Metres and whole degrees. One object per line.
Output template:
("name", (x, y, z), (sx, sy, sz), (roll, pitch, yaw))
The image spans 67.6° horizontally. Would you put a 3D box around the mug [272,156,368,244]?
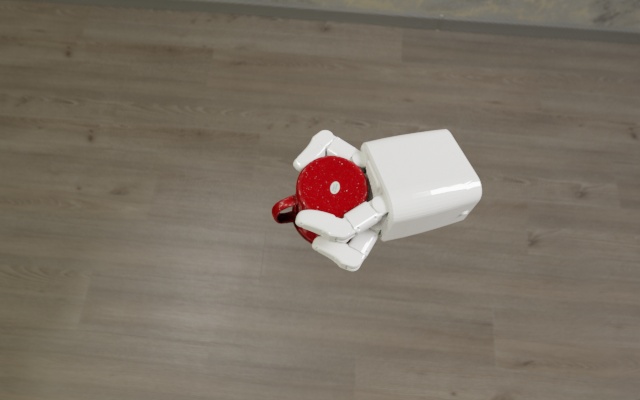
("mug", (-0.001, 0.002, 0.562), (0.117, 0.093, 0.081), (-10, -23, -7))
